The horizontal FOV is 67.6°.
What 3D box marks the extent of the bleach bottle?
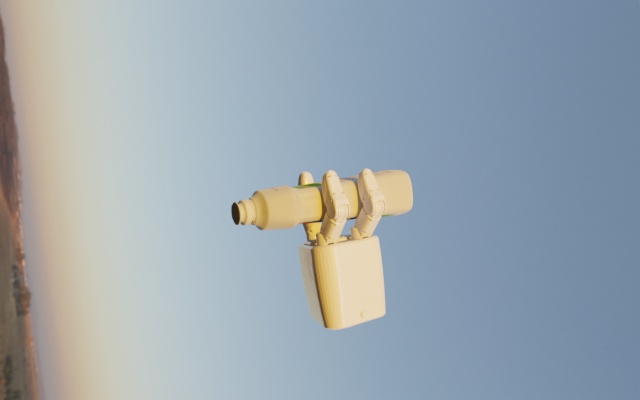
[{"bbox_3d":[0.000,0.002,0.640,0.251,0.068,0.102,-8,1,-32],"label":"bleach bottle"}]
